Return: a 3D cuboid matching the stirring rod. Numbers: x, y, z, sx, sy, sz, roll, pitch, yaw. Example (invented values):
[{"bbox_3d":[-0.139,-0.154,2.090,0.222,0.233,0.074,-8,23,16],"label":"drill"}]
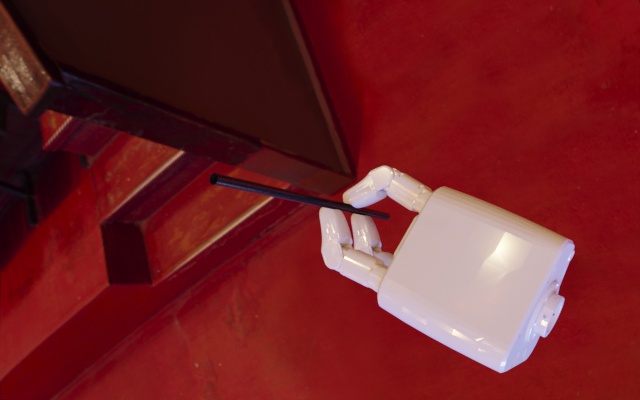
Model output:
[{"bbox_3d":[0.000,0.001,0.410,0.011,0.011,0.239,0,-7,36],"label":"stirring rod"}]
